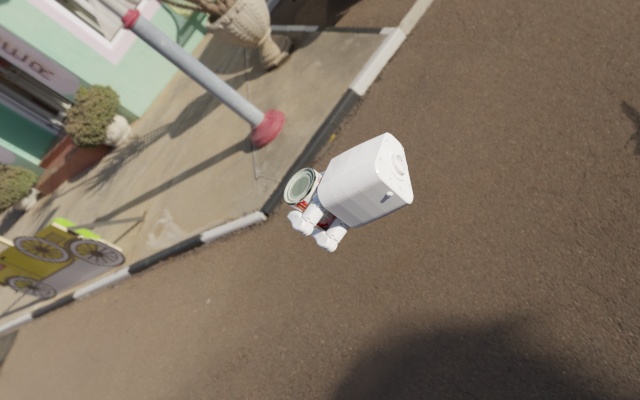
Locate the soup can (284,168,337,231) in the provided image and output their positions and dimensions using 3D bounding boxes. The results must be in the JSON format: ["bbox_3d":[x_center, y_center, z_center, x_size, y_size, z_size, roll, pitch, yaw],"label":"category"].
[{"bbox_3d":[0.000,0.002,0.759,0.102,0.068,0.068,37,-23,-34],"label":"soup can"}]
